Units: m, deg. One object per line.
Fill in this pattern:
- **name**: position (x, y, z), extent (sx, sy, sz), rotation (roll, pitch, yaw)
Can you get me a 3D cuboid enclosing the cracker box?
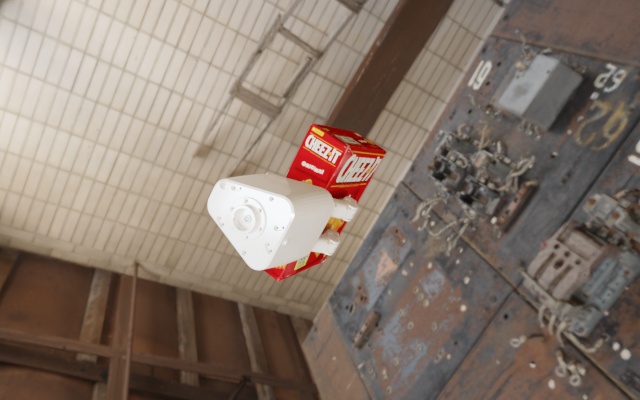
- **cracker box**: position (0.000, 0.002, 0.707), extent (0.072, 0.214, 0.164), rotation (34, 17, 19)
